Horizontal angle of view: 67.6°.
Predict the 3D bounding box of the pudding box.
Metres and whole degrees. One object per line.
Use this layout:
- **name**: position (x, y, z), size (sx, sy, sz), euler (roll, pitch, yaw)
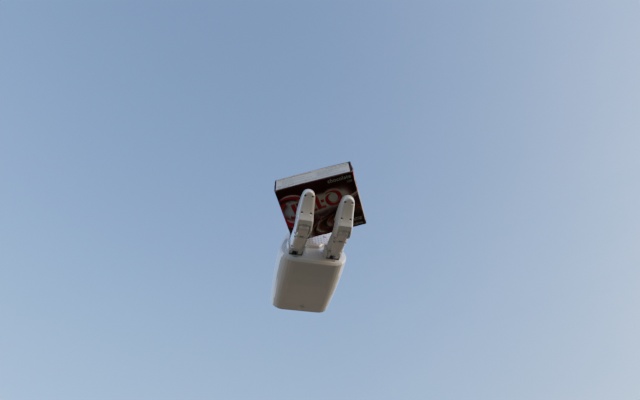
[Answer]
- **pudding box**: position (0.000, 0.002, 0.676), size (0.113, 0.090, 0.039), euler (-16, 32, 3)
